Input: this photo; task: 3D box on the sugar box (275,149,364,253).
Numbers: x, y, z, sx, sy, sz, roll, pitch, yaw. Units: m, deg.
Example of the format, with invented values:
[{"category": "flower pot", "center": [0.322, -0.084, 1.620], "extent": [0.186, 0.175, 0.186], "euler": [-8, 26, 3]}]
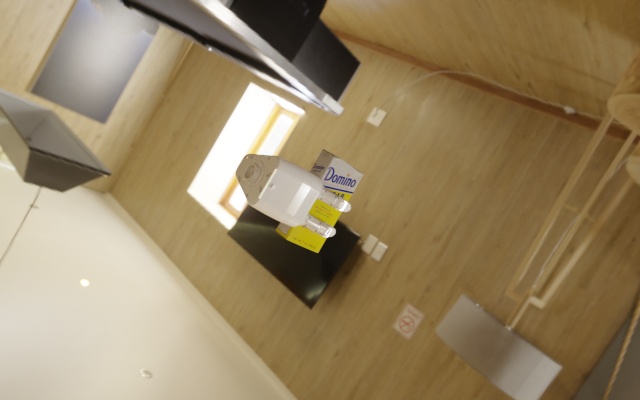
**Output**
[{"category": "sugar box", "center": [0.000, 0.003, 0.894], "extent": [0.093, 0.176, 0.048], "euler": [28, 5, -43]}]
